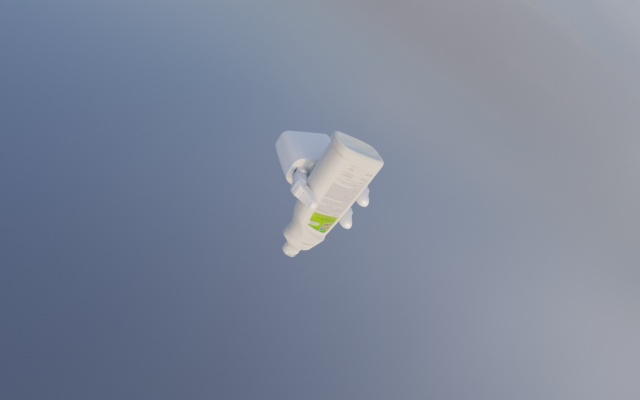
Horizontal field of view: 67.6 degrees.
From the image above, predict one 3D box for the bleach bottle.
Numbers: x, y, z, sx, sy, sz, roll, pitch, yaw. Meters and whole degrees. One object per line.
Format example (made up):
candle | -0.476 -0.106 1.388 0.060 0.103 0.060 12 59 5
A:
bleach bottle | 0.000 0.003 0.847 0.102 0.251 0.068 18 31 -34
